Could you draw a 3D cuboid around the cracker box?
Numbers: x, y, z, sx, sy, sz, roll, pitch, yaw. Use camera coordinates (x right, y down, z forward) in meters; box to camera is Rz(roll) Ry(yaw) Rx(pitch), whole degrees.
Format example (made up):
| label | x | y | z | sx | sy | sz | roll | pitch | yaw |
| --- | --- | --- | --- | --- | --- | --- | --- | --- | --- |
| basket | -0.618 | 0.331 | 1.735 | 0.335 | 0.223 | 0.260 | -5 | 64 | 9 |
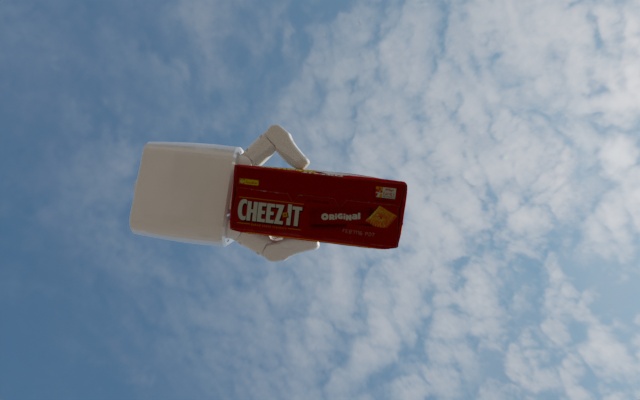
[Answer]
| label | x | y | z | sx | sy | sz | roll | pitch | yaw |
| --- | --- | --- | --- | --- | --- | --- | --- | --- | --- |
| cracker box | 0.000 | 0.002 | 0.548 | 0.164 | 0.072 | 0.213 | 6 | 4 | 2 |
